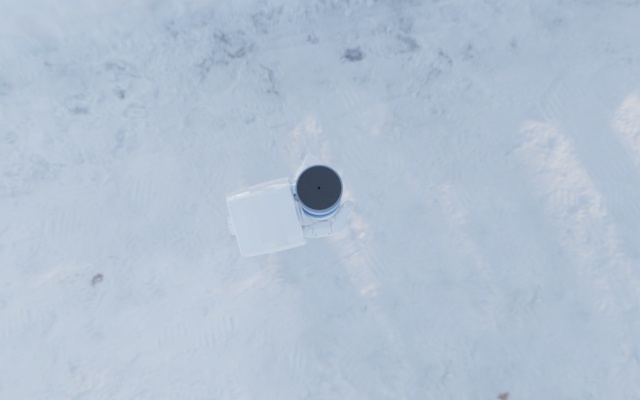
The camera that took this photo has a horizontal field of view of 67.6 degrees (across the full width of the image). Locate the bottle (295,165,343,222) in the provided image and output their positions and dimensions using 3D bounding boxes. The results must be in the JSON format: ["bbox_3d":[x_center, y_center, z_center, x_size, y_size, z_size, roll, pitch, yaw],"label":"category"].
[{"bbox_3d":[0.000,0.003,0.804,0.069,0.069,0.296,0,-8,1],"label":"bottle"}]
